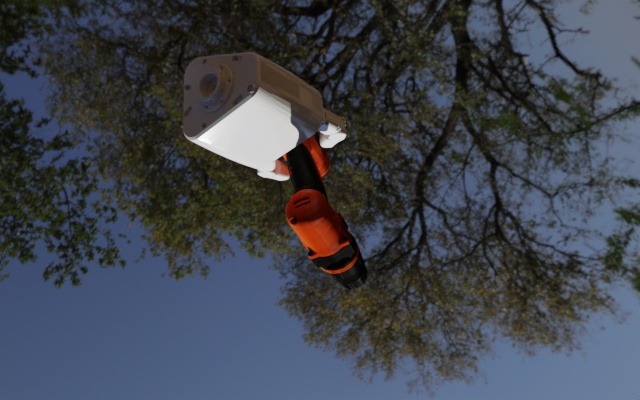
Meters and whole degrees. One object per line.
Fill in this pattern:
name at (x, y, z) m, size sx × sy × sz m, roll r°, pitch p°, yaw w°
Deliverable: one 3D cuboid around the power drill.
power drill at (0.000, 0.001, 0.587) m, size 0.057 × 0.187 × 0.185 m, roll -23°, pitch -40°, yaw 6°
